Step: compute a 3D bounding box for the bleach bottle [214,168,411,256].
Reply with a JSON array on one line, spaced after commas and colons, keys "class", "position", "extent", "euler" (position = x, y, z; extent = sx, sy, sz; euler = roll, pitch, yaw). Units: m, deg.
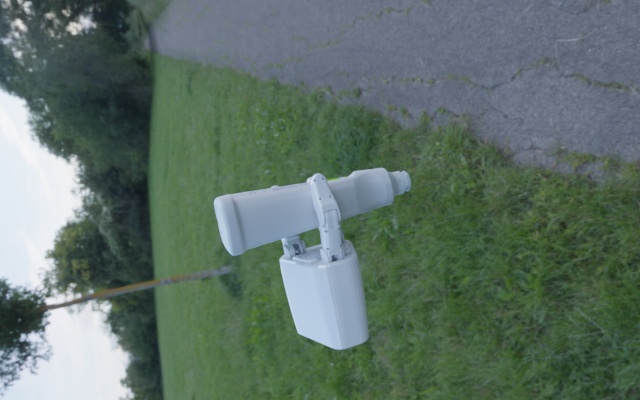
[{"class": "bleach bottle", "position": [0.000, 0.002, 0.596], "extent": [0.251, 0.068, 0.102], "euler": [-13, 8, -16]}]
